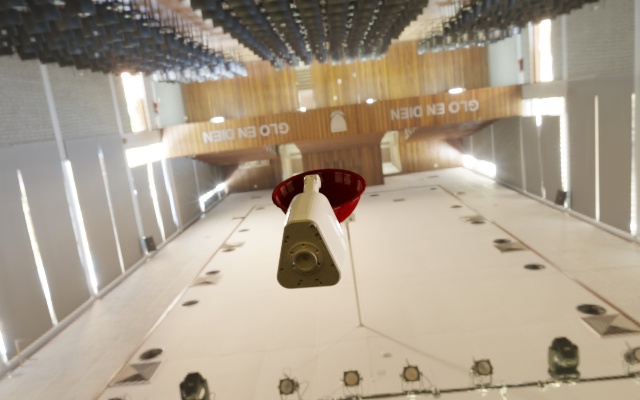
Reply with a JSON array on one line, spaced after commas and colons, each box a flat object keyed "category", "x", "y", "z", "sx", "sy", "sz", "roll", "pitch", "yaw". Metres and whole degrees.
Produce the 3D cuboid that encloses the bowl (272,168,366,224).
[{"category": "bowl", "x": 0.001, "y": 0.002, "z": 0.821, "sx": 0.162, "sy": 0.055, "sz": 0.162, "roll": -7, "pitch": 28, "yaw": 4}]
